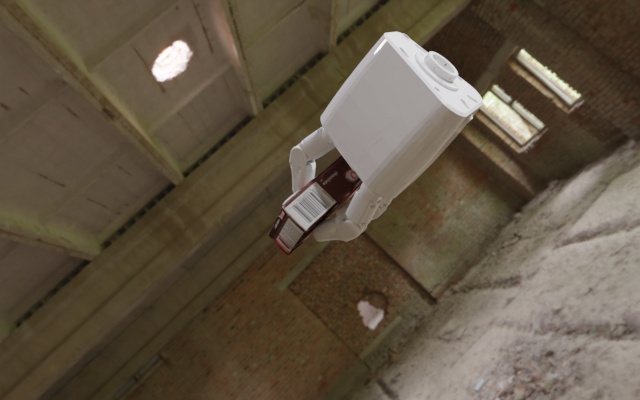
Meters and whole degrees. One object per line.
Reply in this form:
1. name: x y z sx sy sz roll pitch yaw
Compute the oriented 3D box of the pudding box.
1. pudding box: 0.000 0.002 0.525 0.113 0.039 0.090 -40 -8 -26
